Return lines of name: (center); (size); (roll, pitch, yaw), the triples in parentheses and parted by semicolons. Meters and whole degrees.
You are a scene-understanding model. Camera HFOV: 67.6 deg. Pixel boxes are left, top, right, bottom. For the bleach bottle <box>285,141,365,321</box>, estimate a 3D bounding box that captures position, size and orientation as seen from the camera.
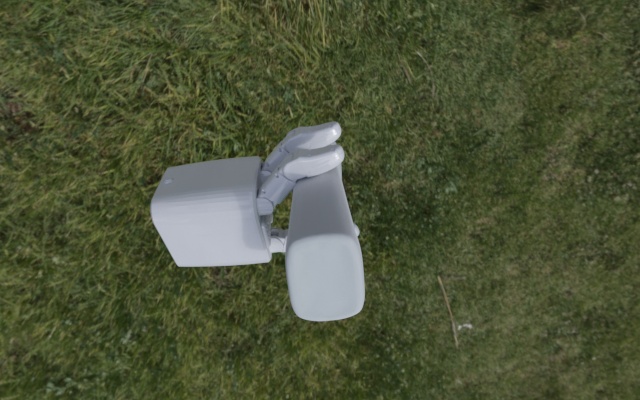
bleach bottle: (0.000, 0.002, 0.513); (0.068, 0.103, 0.250); (-5, 33, 1)
